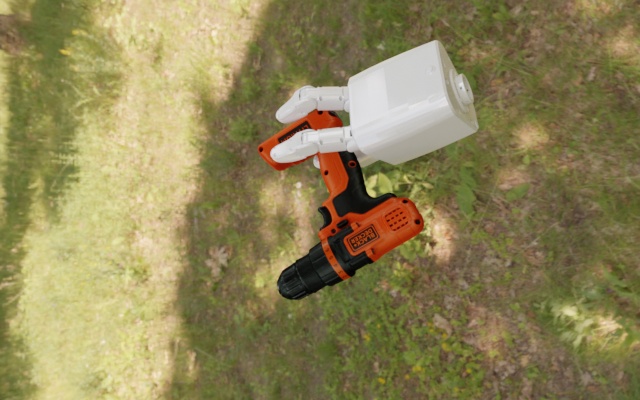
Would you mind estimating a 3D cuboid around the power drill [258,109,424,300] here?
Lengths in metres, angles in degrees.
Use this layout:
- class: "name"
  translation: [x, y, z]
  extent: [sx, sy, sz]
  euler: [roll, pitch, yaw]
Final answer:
- class: "power drill"
  translation: [0.000, 0.001, 0.559]
  extent: [0.184, 0.187, 0.057]
  euler: [-31, -15, 8]
